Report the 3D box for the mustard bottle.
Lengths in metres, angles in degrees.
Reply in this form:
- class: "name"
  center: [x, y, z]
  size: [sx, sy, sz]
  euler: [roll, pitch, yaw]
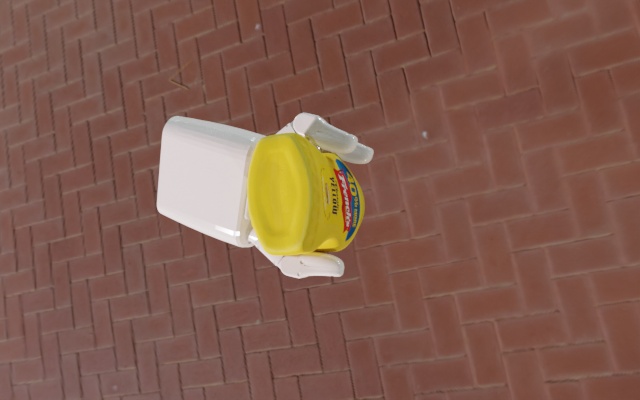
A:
- class: "mustard bottle"
  center: [0.000, 0.001, 0.453]
  size: [0.058, 0.096, 0.191]
  euler: [-8, -7, 19]
